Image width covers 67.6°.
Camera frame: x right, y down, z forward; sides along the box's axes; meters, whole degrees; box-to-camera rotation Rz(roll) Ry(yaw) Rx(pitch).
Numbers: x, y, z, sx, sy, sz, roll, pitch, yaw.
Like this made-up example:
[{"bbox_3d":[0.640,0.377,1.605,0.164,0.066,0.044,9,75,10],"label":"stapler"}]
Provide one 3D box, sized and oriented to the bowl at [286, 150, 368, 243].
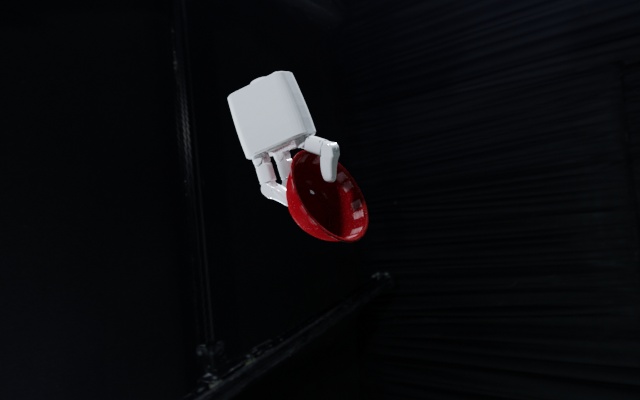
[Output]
[{"bbox_3d":[0.000,0.004,0.739,0.055,0.162,0.162,-36,-22,34],"label":"bowl"}]
